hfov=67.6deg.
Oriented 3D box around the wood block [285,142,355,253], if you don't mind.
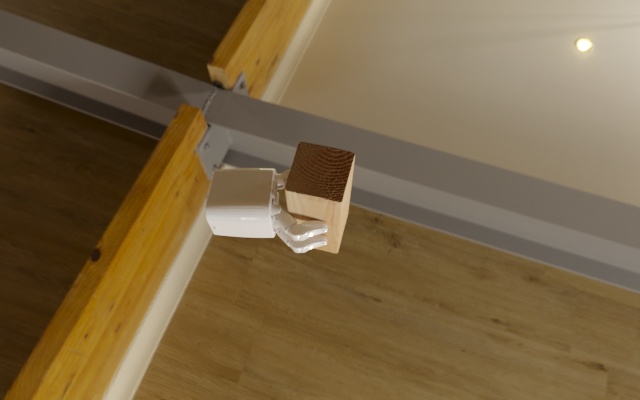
[{"bbox_3d":[0.000,0.002,0.798,0.090,0.090,0.206,12,-26,6],"label":"wood block"}]
